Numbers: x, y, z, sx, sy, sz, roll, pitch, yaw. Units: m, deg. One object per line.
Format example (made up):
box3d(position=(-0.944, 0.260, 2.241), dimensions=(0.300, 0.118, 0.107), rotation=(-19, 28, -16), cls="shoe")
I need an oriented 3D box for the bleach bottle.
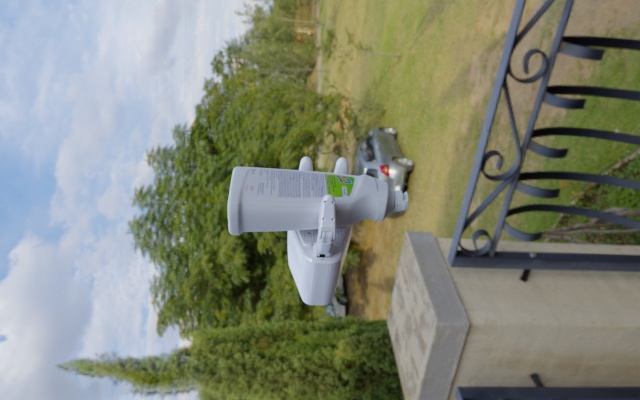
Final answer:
box3d(position=(0.000, 0.002, 0.679), dimensions=(0.251, 0.068, 0.102), rotation=(2, 42, -5), cls="bleach bottle")
